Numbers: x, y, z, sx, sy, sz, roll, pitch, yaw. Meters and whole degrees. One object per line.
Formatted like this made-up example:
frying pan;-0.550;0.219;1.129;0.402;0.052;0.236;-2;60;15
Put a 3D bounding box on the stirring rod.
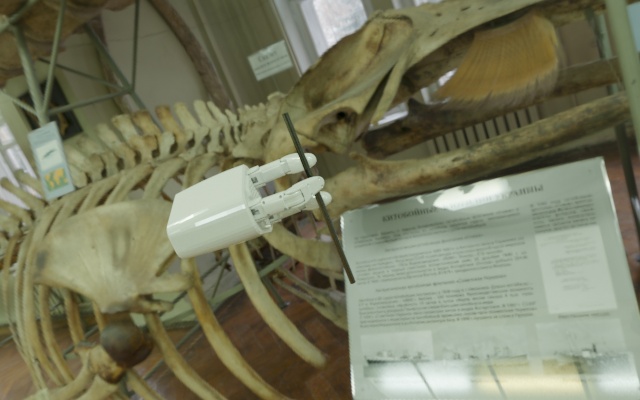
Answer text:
stirring rod;0.000;0.002;0.611;0.011;0.239;0.011;-21;14;5
